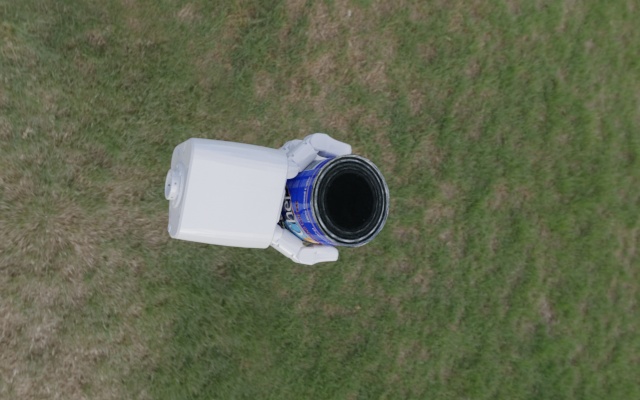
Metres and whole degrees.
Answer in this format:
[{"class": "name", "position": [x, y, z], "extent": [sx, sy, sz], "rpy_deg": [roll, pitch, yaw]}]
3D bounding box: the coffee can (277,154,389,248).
[{"class": "coffee can", "position": [0.000, 0.002, 0.579], "extent": [0.103, 0.103, 0.140], "rpy_deg": [0, -2, -30]}]
